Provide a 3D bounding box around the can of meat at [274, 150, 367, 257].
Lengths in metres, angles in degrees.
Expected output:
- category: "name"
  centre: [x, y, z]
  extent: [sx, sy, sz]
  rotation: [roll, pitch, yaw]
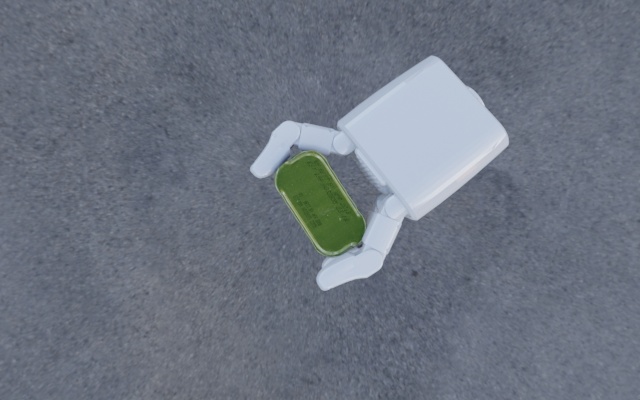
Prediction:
- category: "can of meat"
  centre: [0.000, 0.001, 0.456]
  extent: [0.057, 0.102, 0.084]
  rotation: [-34, 2, 1]
